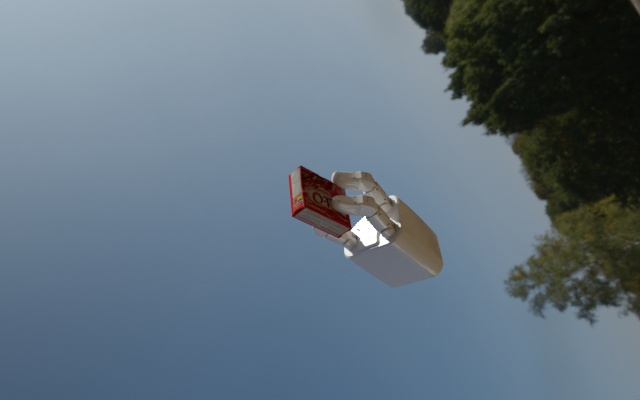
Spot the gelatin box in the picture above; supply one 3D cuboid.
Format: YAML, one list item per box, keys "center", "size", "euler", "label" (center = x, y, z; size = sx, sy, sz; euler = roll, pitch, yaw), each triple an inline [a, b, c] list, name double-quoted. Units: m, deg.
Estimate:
- center: [0.000, 0.002, 0.652]
  size: [0.089, 0.073, 0.030]
  euler: [26, -49, -34]
  label: "gelatin box"
